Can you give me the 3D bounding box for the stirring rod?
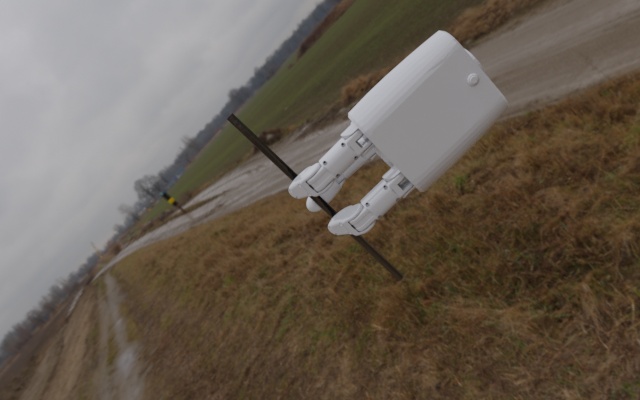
[{"bbox_3d":[0.000,0.002,0.474,0.239,0.011,0.011,43,-13,-15],"label":"stirring rod"}]
